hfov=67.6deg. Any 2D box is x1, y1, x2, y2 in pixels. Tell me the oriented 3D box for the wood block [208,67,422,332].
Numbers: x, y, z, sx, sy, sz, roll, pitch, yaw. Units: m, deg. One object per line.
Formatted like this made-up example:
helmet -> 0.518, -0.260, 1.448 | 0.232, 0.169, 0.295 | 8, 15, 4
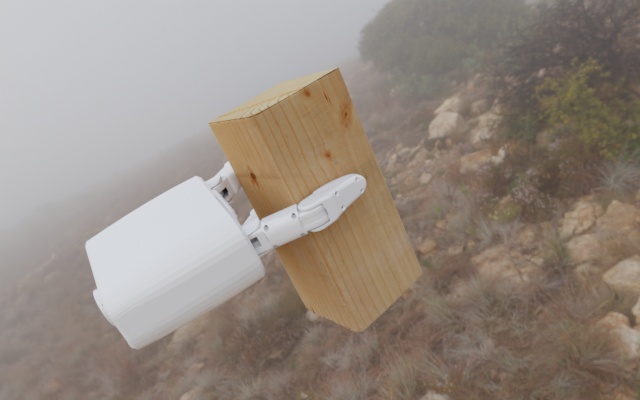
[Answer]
wood block -> 0.000, 0.002, 0.428 | 0.090, 0.206, 0.091 | -36, 23, -27
